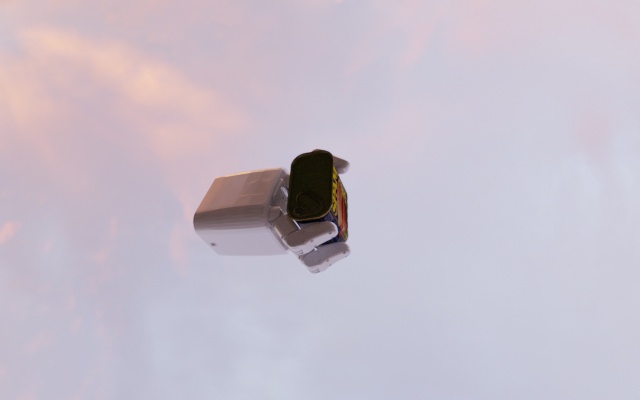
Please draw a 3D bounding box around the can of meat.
[{"bbox_3d":[0.000,0.002,0.610,0.057,0.102,0.084,-9,-36,15],"label":"can of meat"}]
